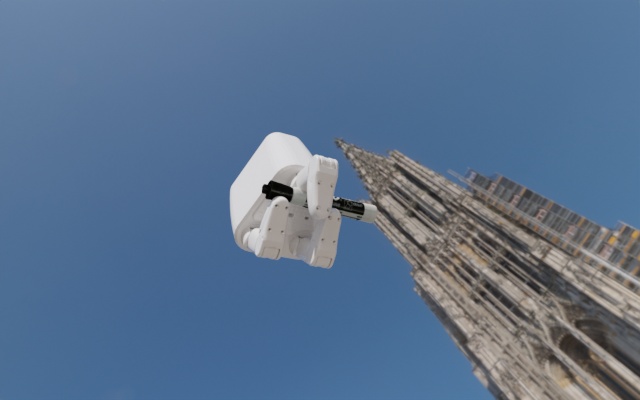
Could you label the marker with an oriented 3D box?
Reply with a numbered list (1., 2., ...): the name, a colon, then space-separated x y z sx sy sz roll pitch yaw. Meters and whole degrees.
1. marker: 0.000 0.002 0.472 0.121 0.020 0.020 13 -5 -22
